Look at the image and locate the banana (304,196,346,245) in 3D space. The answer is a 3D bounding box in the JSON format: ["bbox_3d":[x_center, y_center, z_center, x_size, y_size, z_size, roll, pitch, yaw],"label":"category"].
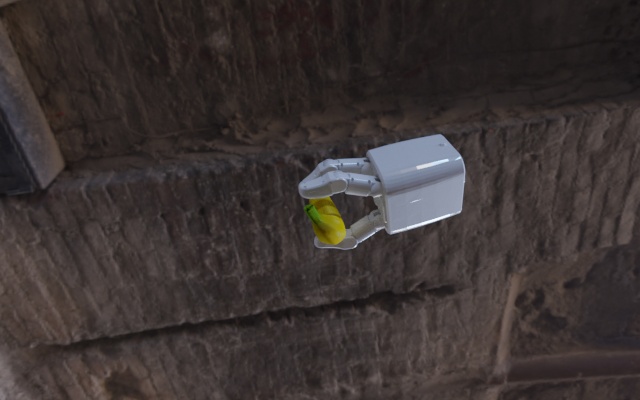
[{"bbox_3d":[0.007,0.020,0.636,0.037,0.069,0.198,-21,8,1],"label":"banana"}]
